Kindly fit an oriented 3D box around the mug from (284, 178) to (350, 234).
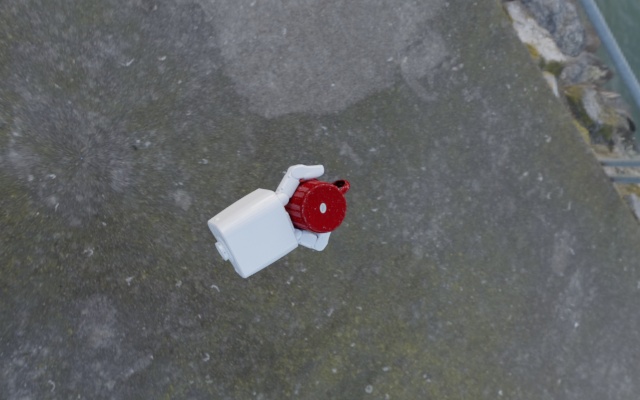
[{"bbox_3d":[0.001,0.002,0.785,0.117,0.093,0.081,-33,18,-18],"label":"mug"}]
